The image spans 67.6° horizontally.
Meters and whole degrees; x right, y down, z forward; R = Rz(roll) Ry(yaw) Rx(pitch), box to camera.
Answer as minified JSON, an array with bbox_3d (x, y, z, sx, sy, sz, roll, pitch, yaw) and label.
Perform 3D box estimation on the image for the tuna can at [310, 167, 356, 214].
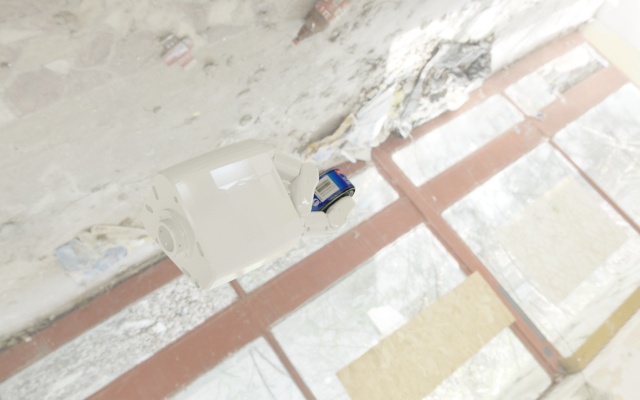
[{"bbox_3d":[0.001,0.002,0.558,0.086,0.033,0.086,-39,-12,-10],"label":"tuna can"}]
